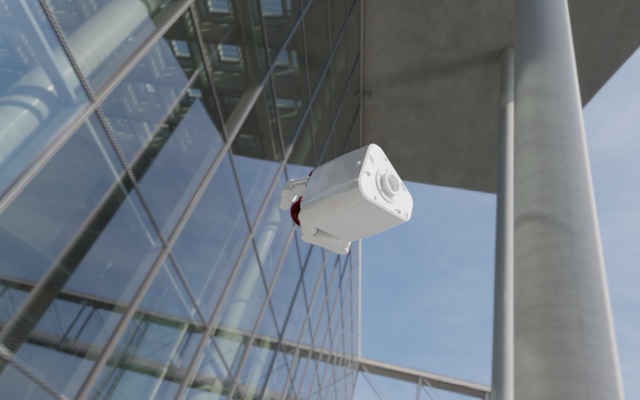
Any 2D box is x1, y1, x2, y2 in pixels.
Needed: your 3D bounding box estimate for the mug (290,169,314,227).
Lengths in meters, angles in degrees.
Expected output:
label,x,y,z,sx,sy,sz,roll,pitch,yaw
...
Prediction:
label,x,y,z,sx,sy,sz,roll,pitch,yaw
mug,-0.001,0.003,0.767,0.117,0.081,0.093,-20,-53,40
